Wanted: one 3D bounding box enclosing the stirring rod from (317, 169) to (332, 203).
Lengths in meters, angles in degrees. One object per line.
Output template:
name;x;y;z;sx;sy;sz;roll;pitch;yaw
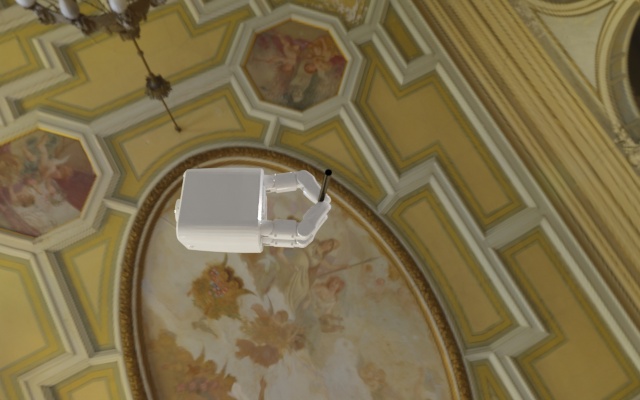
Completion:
stirring rod;0.000;0.002;0.642;0.011;0.011;0.239;0;-16;-4
